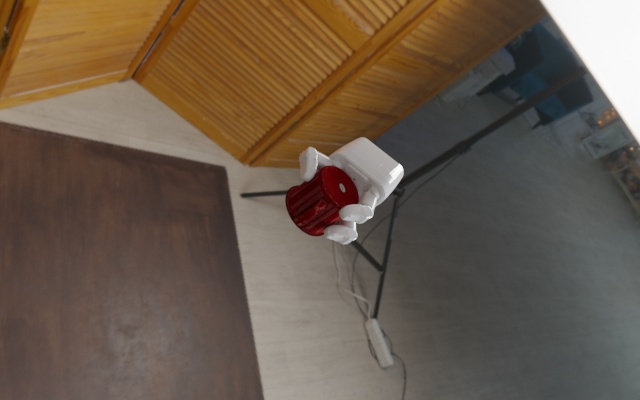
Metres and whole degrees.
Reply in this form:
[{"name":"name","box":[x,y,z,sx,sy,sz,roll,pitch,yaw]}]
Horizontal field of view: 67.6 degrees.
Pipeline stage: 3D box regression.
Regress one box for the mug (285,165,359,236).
[{"name":"mug","box":[0.000,0.003,0.738,0.081,0.093,0.117,-35,2,37]}]
